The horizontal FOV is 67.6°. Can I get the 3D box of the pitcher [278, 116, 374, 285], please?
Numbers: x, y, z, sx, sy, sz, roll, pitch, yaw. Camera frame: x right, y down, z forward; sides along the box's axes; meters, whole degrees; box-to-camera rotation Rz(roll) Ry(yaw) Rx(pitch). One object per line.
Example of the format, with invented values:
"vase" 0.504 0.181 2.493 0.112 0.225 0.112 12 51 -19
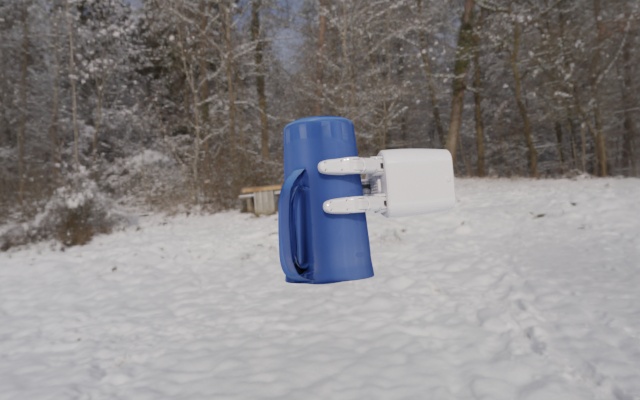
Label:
"pitcher" 0.000 0.002 0.709 0.145 0.243 0.149 -4 -4 -11
